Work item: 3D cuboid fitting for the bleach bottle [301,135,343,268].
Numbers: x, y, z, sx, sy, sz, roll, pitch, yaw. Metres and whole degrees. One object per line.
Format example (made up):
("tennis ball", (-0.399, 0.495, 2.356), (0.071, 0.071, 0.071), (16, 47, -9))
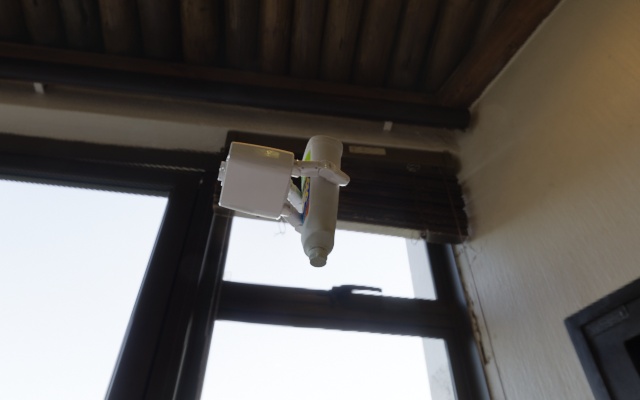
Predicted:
("bleach bottle", (0.000, 0.003, 0.827), (0.068, 0.250, 0.103), (12, -46, -11))
